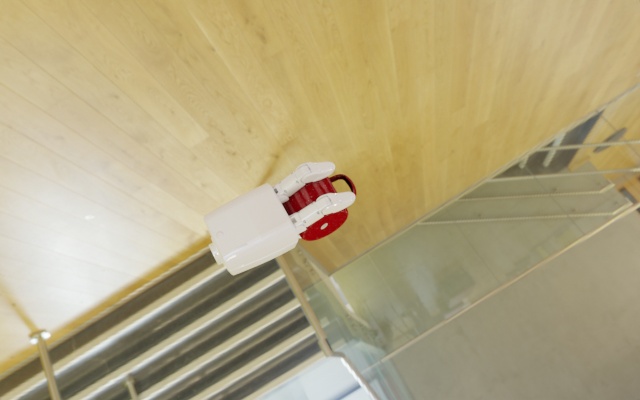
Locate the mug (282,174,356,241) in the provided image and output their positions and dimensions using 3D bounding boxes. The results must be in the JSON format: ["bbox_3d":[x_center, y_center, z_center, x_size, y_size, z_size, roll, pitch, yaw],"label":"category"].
[{"bbox_3d":[0.001,0.002,0.726,0.117,0.081,0.093,-26,-24,-10],"label":"mug"}]
